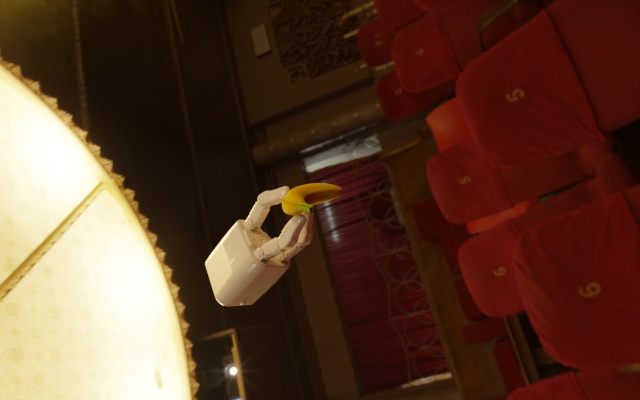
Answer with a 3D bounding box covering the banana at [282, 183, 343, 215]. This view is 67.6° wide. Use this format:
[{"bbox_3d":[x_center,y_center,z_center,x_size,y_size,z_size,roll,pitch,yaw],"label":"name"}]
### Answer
[{"bbox_3d":[-0.018,-0.002,0.791,0.069,0.037,0.197,16,15,12],"label":"banana"}]
